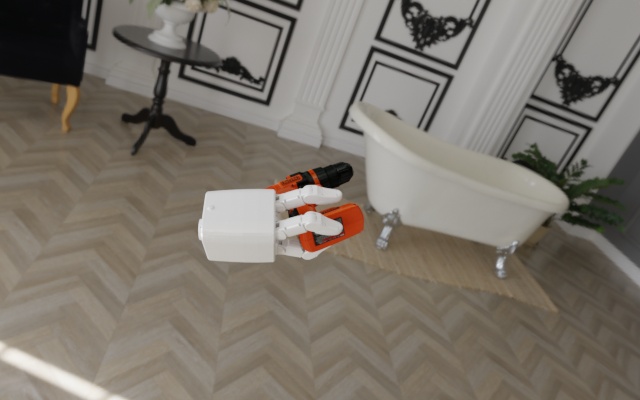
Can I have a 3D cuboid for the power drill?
[{"bbox_3d":[0.000,0.003,0.802,0.184,0.057,0.187,-23,30,-12],"label":"power drill"}]
